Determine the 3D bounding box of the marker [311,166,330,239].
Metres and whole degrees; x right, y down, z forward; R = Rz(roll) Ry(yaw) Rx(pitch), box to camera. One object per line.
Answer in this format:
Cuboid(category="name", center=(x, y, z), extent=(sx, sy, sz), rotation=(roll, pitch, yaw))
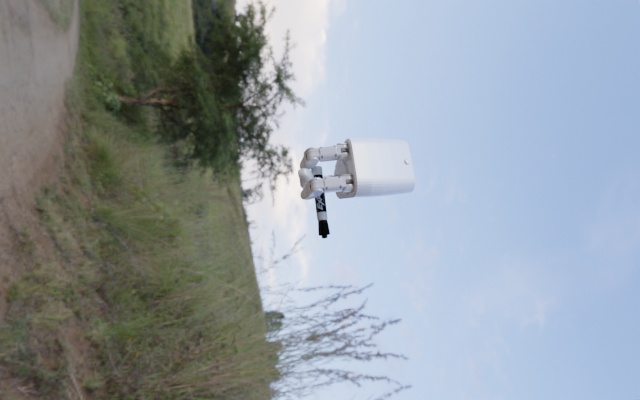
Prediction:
Cuboid(category="marker", center=(0.000, 0.003, 0.783), extent=(0.020, 0.121, 0.020), rotation=(-6, -16, -2))
